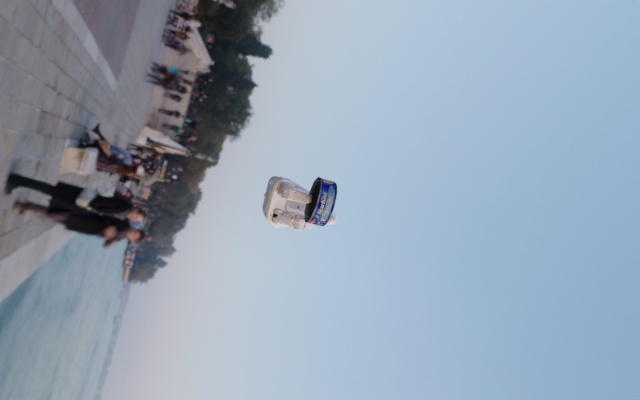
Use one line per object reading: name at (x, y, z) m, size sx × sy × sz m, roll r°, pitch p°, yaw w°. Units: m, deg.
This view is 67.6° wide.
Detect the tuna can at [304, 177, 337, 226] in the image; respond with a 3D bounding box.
tuna can at (0.001, 0.003, 0.863) m, size 0.034 × 0.086 × 0.086 m, roll 16°, pitch -4°, yaw -13°
